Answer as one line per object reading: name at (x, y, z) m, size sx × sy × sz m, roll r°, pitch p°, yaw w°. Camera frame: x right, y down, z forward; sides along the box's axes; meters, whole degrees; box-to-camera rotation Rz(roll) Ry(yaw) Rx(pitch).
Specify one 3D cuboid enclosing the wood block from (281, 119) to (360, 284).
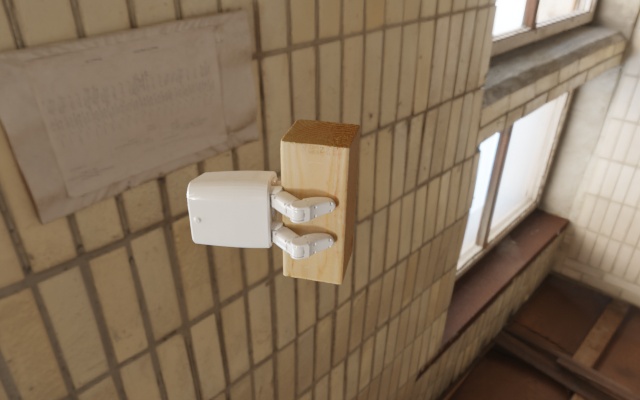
wood block at (0.000, 0.002, 0.666) m, size 0.090 × 0.206 × 0.090 m, roll 7°, pitch 29°, yaw 10°
